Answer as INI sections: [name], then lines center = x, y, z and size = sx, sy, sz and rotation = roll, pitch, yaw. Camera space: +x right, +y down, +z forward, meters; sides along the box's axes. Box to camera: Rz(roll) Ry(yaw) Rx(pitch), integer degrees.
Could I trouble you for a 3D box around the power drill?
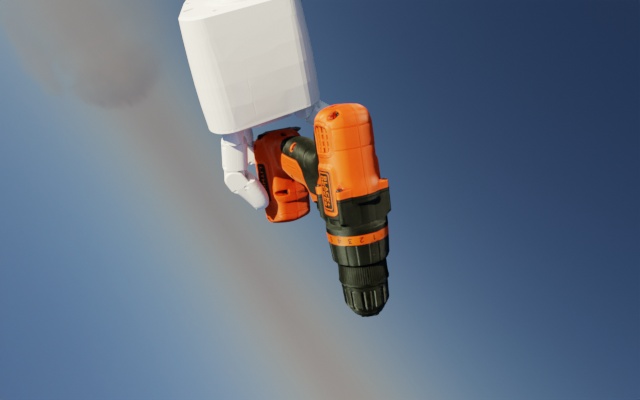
[power drill]
center = 0.000, 0.001, 0.460
size = 0.057, 0.184, 0.187
rotation = -14, 15, -26
